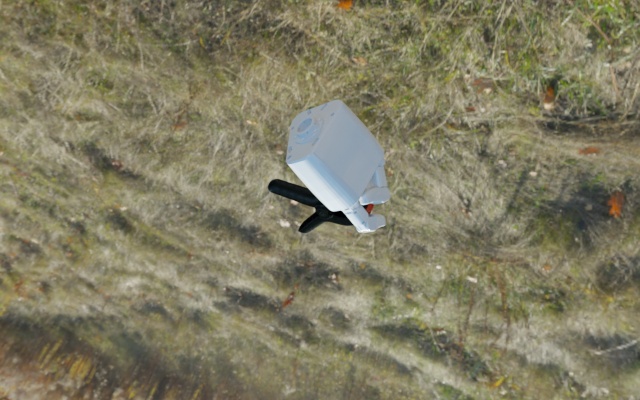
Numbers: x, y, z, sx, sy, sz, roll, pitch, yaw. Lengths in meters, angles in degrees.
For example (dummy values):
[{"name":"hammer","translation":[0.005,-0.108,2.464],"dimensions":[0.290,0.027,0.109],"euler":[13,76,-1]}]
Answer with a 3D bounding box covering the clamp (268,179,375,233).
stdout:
[{"name":"clamp","translation":[0.000,0.003,0.743],"dimensions":[0.171,0.039,0.120],"euler":[-12,-44,38]}]
